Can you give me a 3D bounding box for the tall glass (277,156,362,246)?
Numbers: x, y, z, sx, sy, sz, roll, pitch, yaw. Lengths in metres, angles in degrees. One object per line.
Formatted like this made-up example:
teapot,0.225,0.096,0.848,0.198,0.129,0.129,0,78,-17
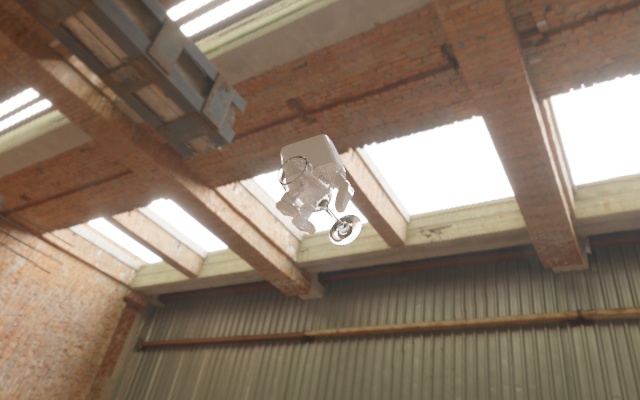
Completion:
tall glass,0.001,0.003,0.893,0.079,0.079,0.201,0,-34,37
